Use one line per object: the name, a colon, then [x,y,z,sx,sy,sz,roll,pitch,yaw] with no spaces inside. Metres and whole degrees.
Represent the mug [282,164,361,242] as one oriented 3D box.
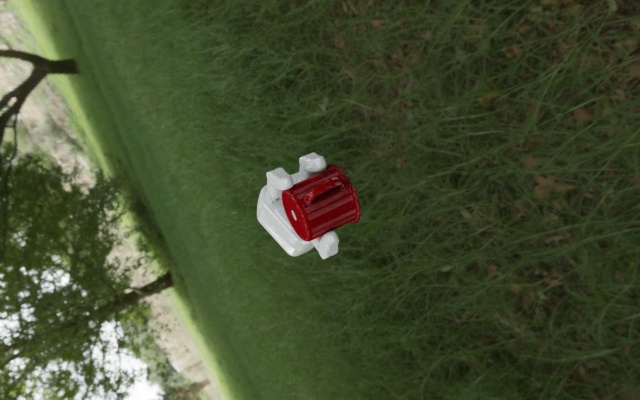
mug: [0.000,0.002,0.661,0.081,0.093,0.117,-25,-14,-19]
